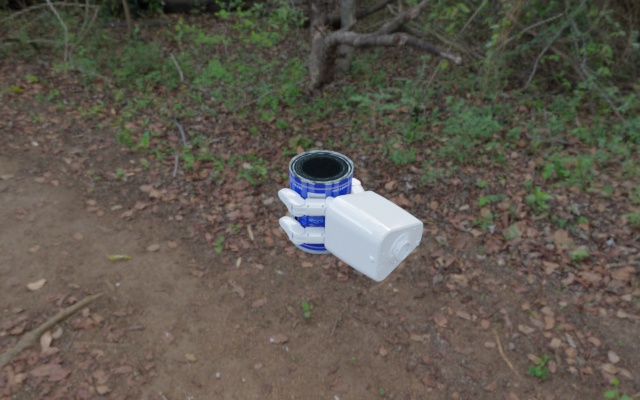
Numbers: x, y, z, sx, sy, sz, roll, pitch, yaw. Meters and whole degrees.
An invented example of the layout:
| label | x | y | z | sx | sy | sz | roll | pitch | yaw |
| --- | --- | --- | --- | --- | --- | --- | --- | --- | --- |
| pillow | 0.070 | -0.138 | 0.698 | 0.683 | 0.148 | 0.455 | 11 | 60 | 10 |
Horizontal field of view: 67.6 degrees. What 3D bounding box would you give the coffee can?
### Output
| label | x | y | z | sx | sy | sz | roll | pitch | yaw |
| --- | --- | --- | --- | --- | --- | --- | --- | --- | --- |
| coffee can | 0.000 | 0.003 | 0.789 | 0.103 | 0.140 | 0.102 | 1 | 35 | -1 |
